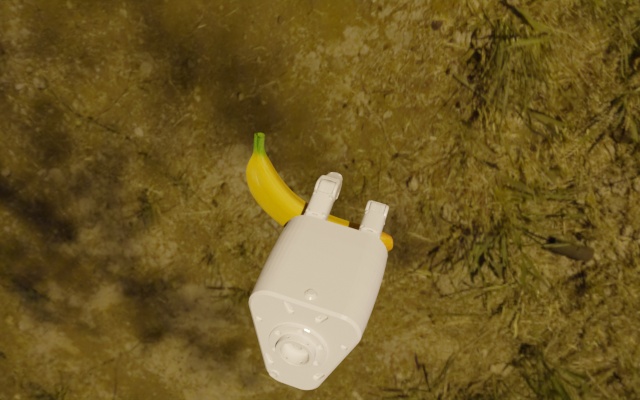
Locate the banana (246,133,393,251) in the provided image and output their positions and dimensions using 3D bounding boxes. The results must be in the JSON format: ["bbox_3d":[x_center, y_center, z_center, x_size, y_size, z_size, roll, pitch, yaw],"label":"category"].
[{"bbox_3d":[-0.013,0.012,0.536,0.198,0.070,0.037,38,33,-5],"label":"banana"}]
